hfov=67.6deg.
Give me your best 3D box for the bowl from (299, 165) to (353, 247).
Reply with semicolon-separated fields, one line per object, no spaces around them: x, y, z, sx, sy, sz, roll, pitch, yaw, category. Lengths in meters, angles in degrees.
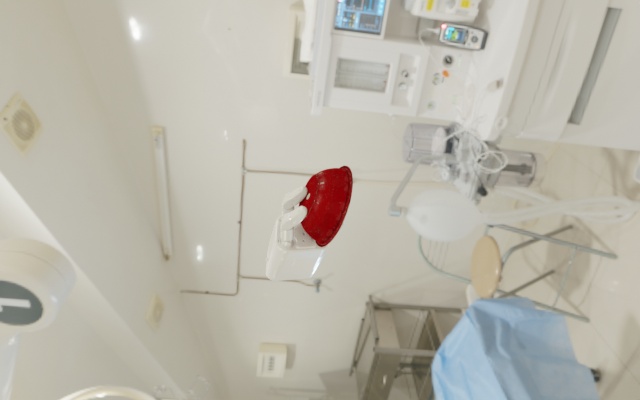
0.000;0.002;0.897;0.055;0.162;0.162;19;-6;-18;bowl
